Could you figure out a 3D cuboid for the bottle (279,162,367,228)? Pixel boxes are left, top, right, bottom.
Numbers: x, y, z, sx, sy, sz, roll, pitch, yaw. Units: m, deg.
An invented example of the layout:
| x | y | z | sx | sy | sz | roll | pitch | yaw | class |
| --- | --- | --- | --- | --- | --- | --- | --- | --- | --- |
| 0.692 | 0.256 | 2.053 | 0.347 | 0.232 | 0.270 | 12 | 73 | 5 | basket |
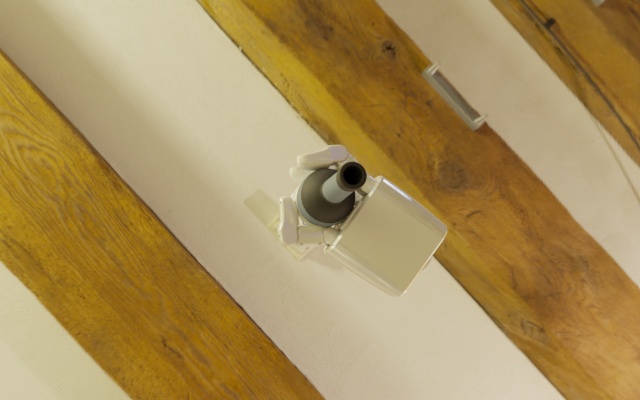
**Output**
| x | y | z | sx | sy | sz | roll | pitch | yaw | class |
| --- | --- | --- | --- | --- | --- | --- | --- | --- | --- |
| 0.000 | 0.002 | 0.592 | 0.069 | 0.069 | 0.296 | 0 | -10 | -12 | bottle |
